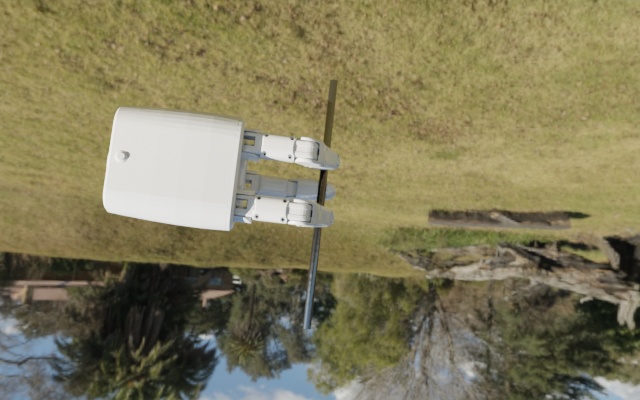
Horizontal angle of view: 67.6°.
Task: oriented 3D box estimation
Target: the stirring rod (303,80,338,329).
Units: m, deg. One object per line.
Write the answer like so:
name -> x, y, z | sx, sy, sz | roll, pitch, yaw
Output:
stirring rod -> 0.000, 0.001, 0.460 | 0.011, 0.239, 0.011 | 6, -5, 1
